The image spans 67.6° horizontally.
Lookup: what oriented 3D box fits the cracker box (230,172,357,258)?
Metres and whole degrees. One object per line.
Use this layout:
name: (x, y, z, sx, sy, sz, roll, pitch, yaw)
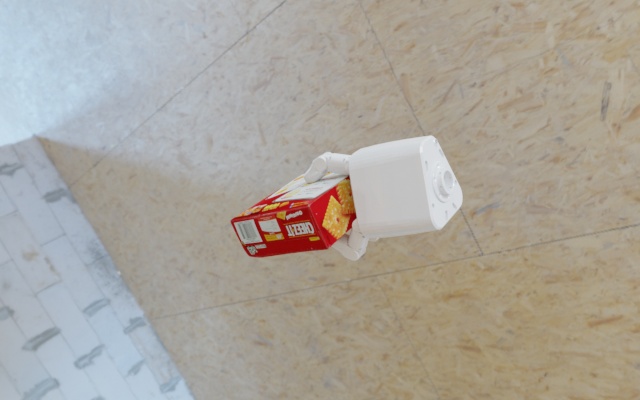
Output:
cracker box: (0.000, 0.002, 0.710, 0.164, 0.072, 0.213, -12, 17, 42)
